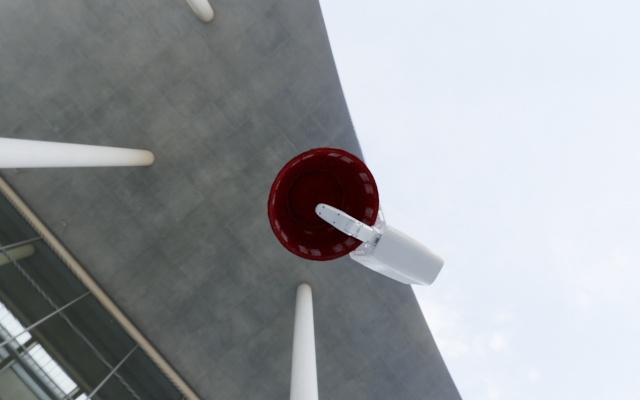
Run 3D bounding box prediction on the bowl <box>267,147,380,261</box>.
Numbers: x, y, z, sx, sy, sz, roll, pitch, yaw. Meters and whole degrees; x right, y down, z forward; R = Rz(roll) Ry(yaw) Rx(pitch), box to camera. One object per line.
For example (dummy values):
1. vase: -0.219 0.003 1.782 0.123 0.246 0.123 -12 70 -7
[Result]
1. bowl: -0.001 0.001 0.685 0.162 0.162 0.055 0 12 -15
